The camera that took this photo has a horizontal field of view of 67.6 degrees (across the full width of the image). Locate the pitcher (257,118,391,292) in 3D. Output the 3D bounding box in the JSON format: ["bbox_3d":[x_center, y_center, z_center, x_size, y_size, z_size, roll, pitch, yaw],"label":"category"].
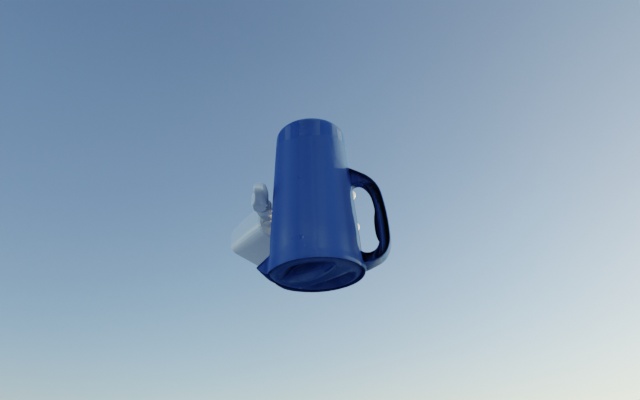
[{"bbox_3d":[0.000,0.002,0.699,0.149,0.242,0.145,16,-34,-30],"label":"pitcher"}]
